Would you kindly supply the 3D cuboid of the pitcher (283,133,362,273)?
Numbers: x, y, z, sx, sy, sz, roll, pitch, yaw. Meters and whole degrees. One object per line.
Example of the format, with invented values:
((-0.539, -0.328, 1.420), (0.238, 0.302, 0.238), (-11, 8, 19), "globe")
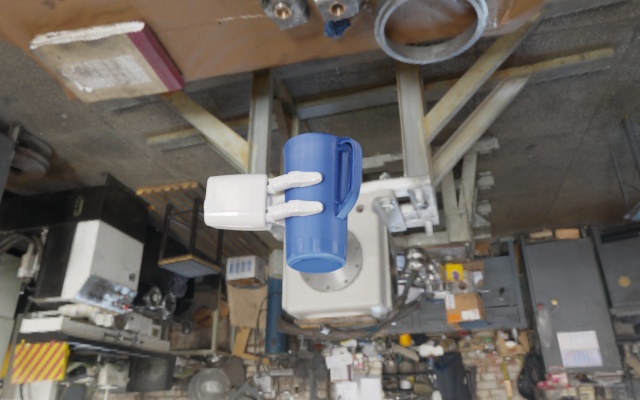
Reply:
((0.000, 0.003, 0.882), (0.145, 0.242, 0.149), (1, -24, -2), "pitcher")
